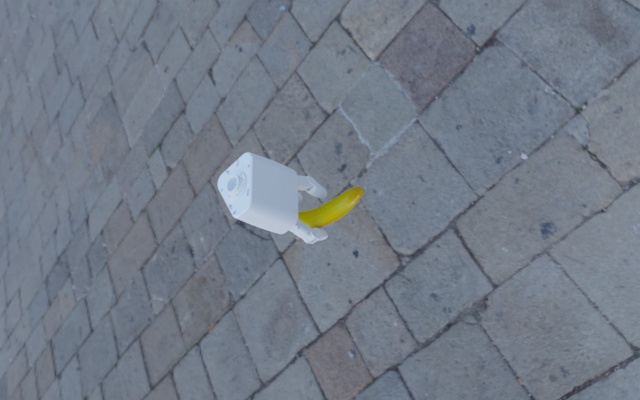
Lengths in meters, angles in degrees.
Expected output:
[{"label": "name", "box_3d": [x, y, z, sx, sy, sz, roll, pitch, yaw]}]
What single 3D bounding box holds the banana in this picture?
[{"label": "banana", "box_3d": [-0.005, 0.020, 0.887, 0.198, 0.069, 0.037, -13, -32, 40]}]
